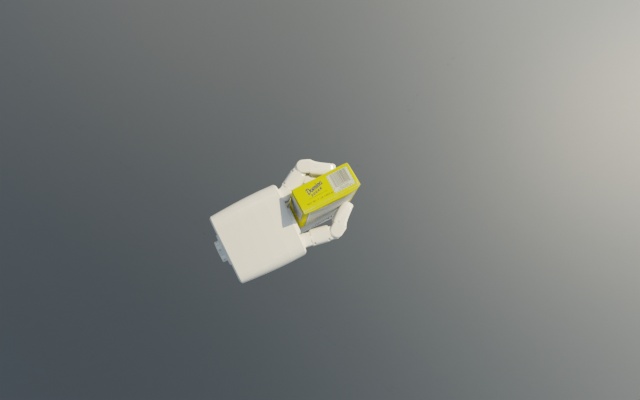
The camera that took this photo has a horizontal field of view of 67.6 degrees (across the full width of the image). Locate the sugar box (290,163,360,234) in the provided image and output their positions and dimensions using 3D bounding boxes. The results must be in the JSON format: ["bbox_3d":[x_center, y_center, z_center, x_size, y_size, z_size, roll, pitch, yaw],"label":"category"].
[{"bbox_3d":[0.000,0.002,0.748,0.093,0.048,0.176,-26,-7,-11],"label":"sugar box"}]
